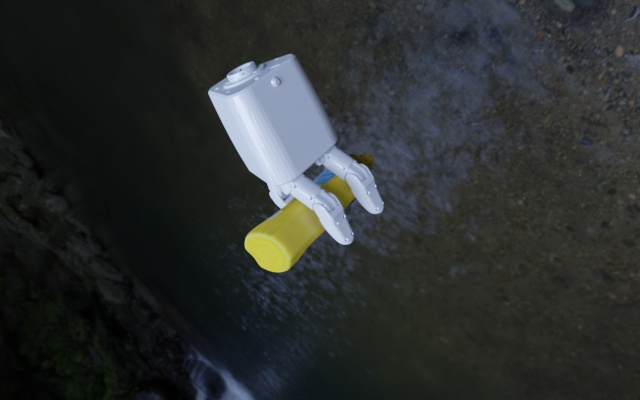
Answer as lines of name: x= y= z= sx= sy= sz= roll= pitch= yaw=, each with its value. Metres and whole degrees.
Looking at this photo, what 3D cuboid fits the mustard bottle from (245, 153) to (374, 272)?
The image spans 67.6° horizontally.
mustard bottle: x=0.000 y=0.002 z=0.568 sx=0.191 sy=0.058 sz=0.096 roll=-43 pitch=7 yaw=-28
